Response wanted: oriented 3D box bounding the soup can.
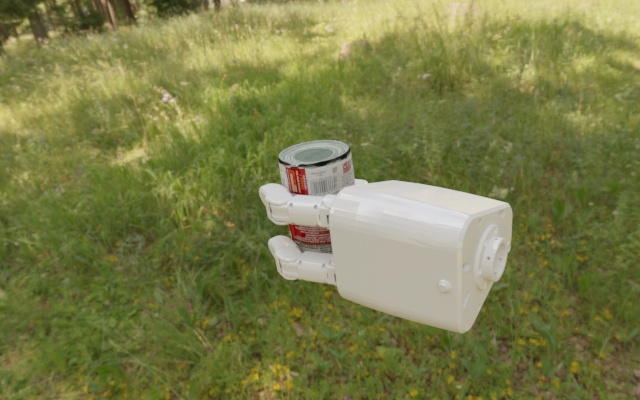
[{"bbox_3d":[0.000,0.001,0.451,0.068,0.102,0.068,-7,24,3],"label":"soup can"}]
